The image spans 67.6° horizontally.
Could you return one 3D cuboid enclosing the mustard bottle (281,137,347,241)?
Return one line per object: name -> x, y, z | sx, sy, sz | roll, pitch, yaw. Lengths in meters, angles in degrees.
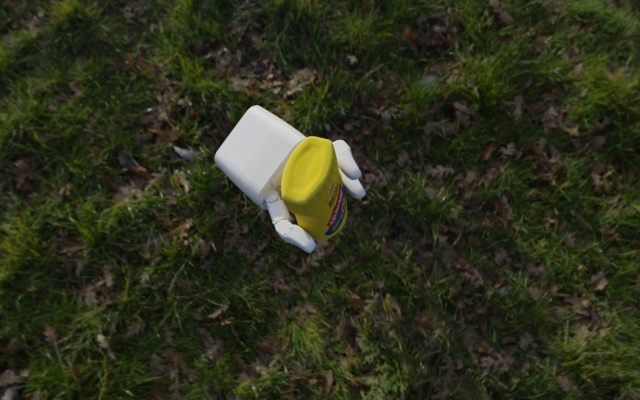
mustard bottle -> 0.000, 0.002, 0.654 | 0.058, 0.096, 0.192 | 13, -22, 17
